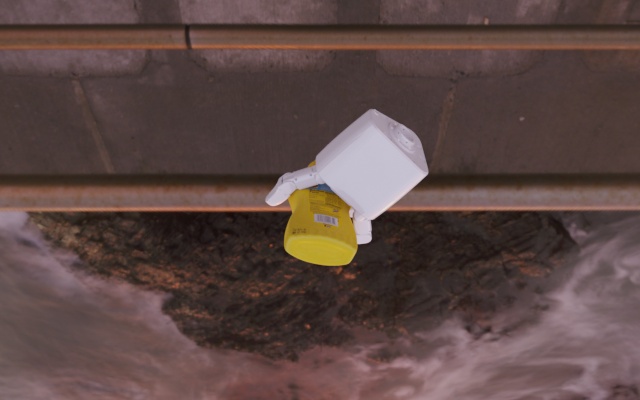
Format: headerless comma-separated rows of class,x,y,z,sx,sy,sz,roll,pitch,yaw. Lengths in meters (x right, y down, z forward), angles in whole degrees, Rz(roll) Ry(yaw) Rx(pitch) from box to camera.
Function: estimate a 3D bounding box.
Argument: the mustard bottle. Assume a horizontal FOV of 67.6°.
mustard bottle,0.000,0.003,0.693,0.096,0.058,0.191,11,42,-11
